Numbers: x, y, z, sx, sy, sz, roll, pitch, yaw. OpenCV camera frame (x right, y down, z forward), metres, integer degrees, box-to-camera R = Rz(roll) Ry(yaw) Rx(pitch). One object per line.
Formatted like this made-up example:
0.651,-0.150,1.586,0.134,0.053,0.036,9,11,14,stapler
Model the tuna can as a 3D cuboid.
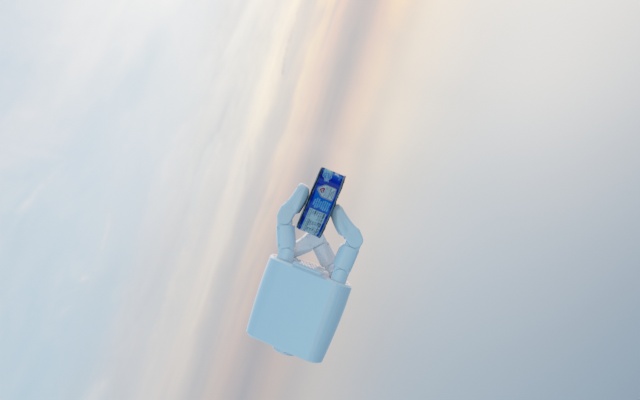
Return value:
0.000,0.002,0.602,0.034,0.086,0.086,23,-1,-2,tuna can
